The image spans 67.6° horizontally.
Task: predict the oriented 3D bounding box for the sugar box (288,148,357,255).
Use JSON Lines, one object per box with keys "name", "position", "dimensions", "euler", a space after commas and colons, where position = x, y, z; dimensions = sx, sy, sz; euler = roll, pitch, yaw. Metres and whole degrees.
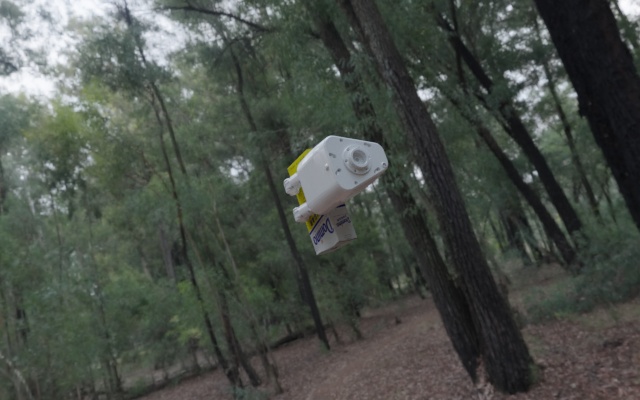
{"name": "sugar box", "position": [0.000, 0.003, 0.864], "dimensions": [0.048, 0.176, 0.093], "euler": [-10, -15, -30]}
